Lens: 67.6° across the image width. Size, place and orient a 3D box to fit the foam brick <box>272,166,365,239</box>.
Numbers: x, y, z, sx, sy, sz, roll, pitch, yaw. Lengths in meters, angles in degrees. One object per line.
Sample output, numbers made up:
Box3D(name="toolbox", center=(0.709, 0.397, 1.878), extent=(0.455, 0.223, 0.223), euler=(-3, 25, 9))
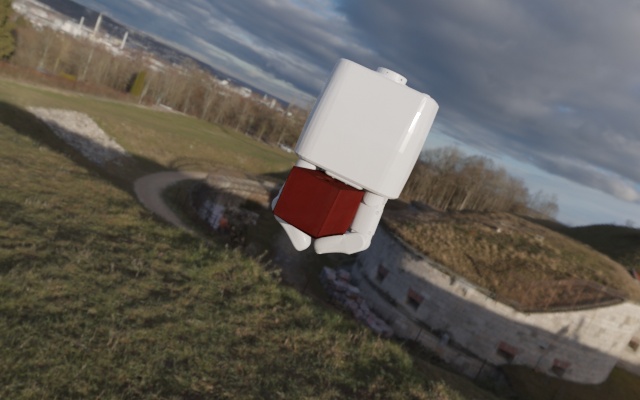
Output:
Box3D(name="foam brick", center=(0.000, 0.002, 0.465), extent=(0.053, 0.051, 0.078), euler=(29, 11, 20))
